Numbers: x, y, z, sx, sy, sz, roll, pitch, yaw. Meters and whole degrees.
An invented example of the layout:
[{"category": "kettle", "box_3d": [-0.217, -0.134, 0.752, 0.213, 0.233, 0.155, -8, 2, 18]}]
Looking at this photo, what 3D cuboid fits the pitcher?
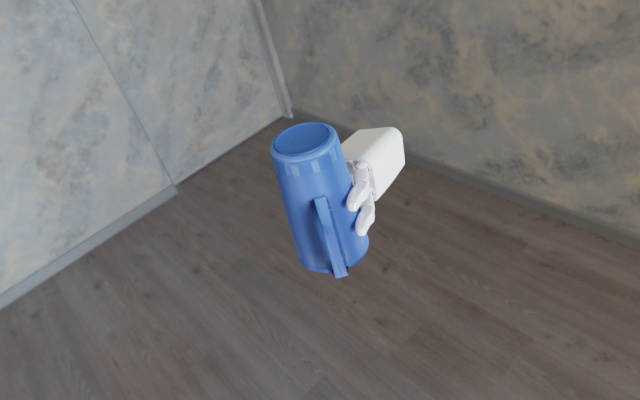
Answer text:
[{"category": "pitcher", "box_3d": [0.000, 0.002, 0.793, 0.149, 0.243, 0.145, 17, 49, 35]}]
